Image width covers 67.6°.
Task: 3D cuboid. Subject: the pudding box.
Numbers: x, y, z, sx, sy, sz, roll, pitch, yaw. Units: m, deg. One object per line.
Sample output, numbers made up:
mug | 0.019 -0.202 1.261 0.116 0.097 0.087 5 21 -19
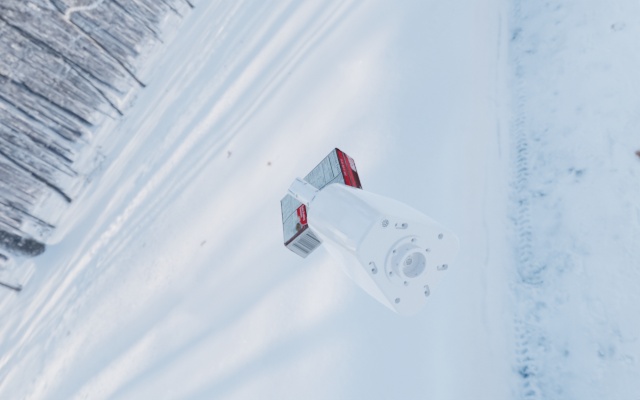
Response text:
pudding box | 0.000 0.002 0.588 0.039 0.090 0.113 35 -63 -30
